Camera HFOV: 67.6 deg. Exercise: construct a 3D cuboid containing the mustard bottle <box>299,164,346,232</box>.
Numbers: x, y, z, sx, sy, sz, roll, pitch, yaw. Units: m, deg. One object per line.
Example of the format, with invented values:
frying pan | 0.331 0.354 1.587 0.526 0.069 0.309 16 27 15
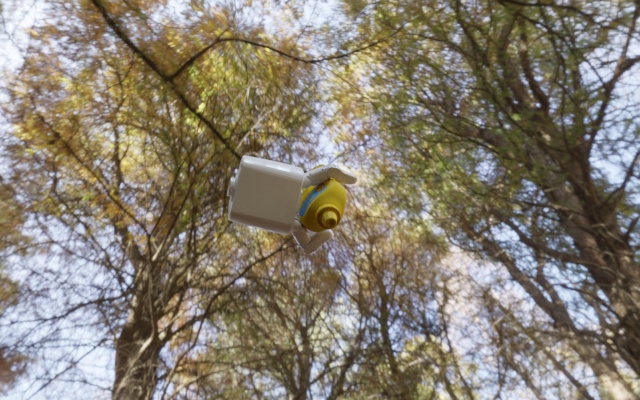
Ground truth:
mustard bottle | 0.000 0.003 0.833 0.058 0.096 0.191 38 9 -20
